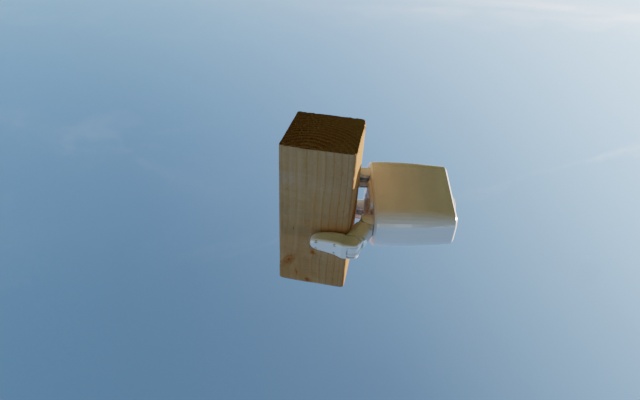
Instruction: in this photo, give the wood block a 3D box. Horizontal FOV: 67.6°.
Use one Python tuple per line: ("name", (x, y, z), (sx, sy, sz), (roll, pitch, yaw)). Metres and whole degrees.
("wood block", (0.000, 0.002, 0.616), (0.090, 0.206, 0.090), (9, 36, 8))
